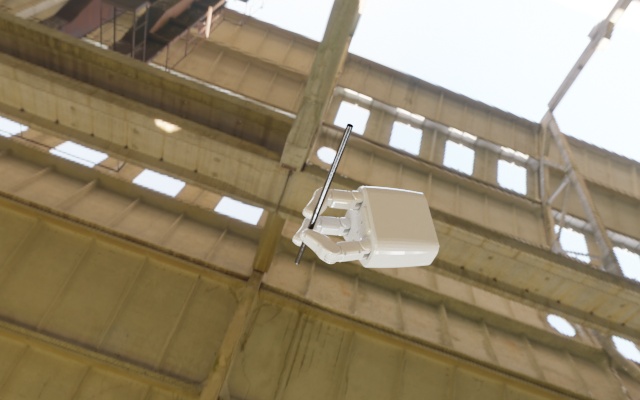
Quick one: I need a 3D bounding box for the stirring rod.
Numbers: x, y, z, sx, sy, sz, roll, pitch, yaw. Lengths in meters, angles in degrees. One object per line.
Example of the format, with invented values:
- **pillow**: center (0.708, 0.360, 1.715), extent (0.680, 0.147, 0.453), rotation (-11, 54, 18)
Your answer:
- **stirring rod**: center (0.000, 0.002, 0.619), extent (0.011, 0.240, 0.011), rotation (13, 40, -11)
